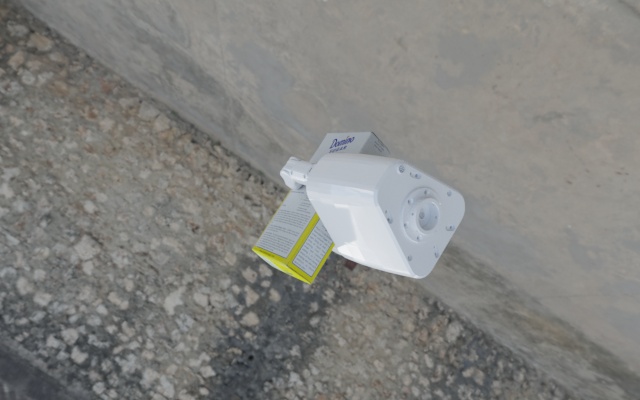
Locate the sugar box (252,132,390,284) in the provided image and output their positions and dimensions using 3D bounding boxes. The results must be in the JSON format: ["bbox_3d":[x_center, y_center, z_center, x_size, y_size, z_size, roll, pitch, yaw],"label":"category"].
[{"bbox_3d":[0.000,0.002,0.549,0.048,0.176,0.093,43,-17,-29],"label":"sugar box"}]
